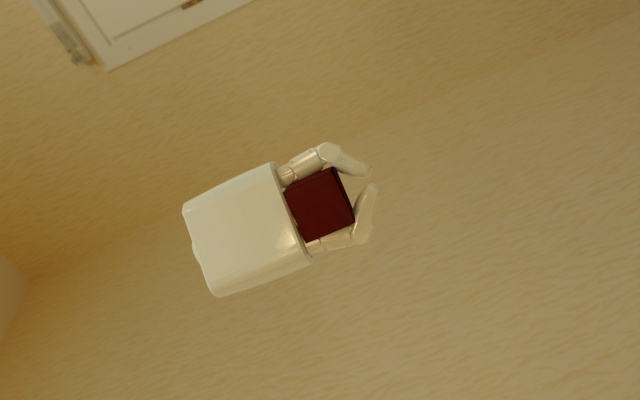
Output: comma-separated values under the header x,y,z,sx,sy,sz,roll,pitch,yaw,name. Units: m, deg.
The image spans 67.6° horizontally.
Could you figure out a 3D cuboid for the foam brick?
x,y,z,sx,sy,sz,roll,pitch,yaw,name
0.000,0.001,0.462,0.051,0.053,0.078,-23,6,5,foam brick
